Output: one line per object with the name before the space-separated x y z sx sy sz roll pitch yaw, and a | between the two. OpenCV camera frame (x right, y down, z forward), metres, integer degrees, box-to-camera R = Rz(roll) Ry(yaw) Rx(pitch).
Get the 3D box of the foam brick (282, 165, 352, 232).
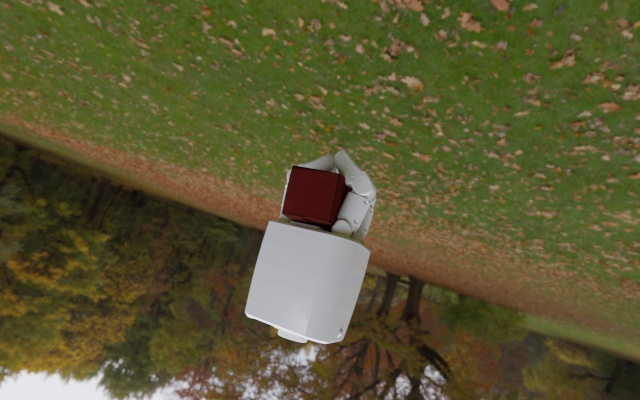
foam brick | 0.000 0.001 0.506 0.053 0.051 0.078 10 -10 19
